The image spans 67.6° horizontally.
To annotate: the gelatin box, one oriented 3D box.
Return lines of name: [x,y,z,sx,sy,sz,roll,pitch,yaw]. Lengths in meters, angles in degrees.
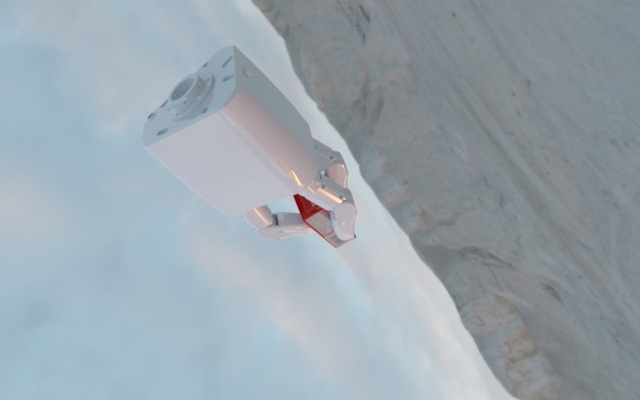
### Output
gelatin box: [0.000,0.002,0.513,0.030,0.073,0.089,-30,-35,11]
